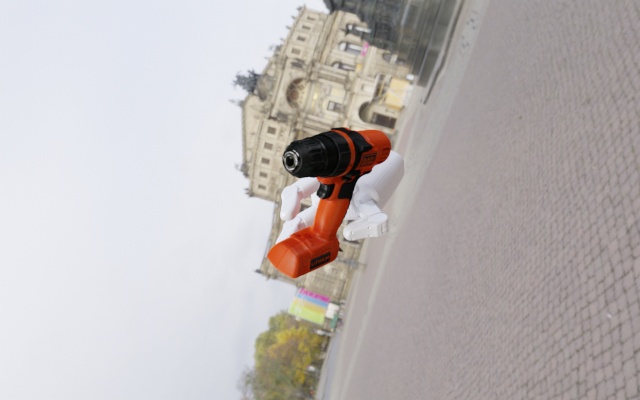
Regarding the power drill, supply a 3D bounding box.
[{"bbox_3d":[0.000,0.002,0.573,0.057,0.188,0.184,38,30,26],"label":"power drill"}]
